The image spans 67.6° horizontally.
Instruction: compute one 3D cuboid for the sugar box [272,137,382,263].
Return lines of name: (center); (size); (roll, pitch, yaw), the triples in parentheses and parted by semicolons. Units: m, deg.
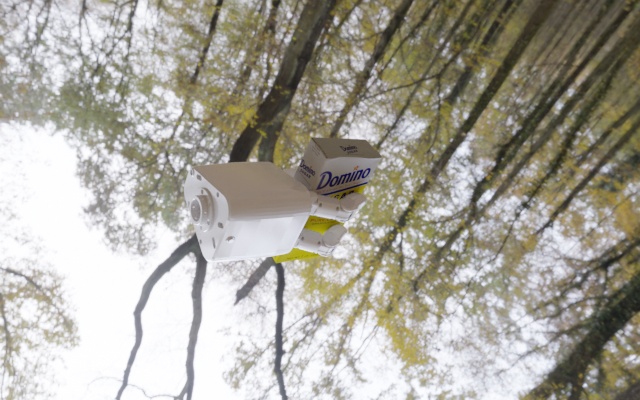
sugar box: (0.000, 0.002, 0.620); (0.093, 0.176, 0.048); (-5, 46, -39)
